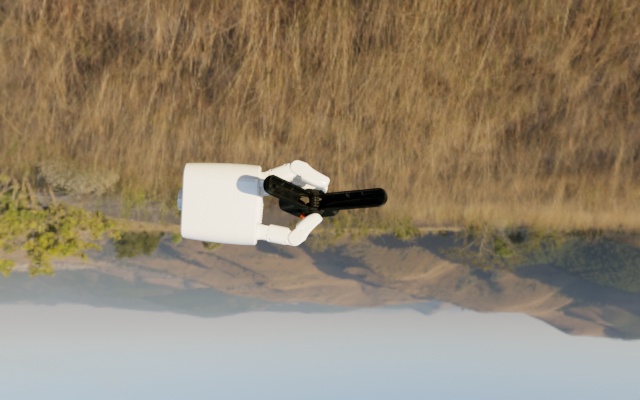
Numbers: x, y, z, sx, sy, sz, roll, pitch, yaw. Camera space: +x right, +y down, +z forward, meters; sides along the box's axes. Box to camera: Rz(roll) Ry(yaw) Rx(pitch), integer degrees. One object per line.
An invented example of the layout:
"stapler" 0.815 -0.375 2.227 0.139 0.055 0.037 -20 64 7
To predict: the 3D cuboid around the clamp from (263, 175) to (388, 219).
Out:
"clamp" 0.000 0.003 0.703 0.164 0.036 0.210 6 -10 -4
